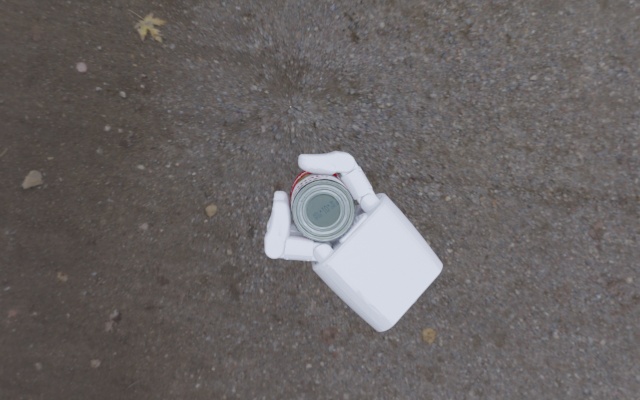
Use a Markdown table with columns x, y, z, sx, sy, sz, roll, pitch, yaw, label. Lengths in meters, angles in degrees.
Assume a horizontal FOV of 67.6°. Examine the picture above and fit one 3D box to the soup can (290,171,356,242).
| x | y | z | sx | sy | sz | roll | pitch | yaw | label |
| --- | --- | --- | --- | --- | --- | --- | --- | --- | --- |
| 0.000 | 0.001 | 0.533 | 0.068 | 0.068 | 0.102 | 0 | 11 | -4 | soup can |
